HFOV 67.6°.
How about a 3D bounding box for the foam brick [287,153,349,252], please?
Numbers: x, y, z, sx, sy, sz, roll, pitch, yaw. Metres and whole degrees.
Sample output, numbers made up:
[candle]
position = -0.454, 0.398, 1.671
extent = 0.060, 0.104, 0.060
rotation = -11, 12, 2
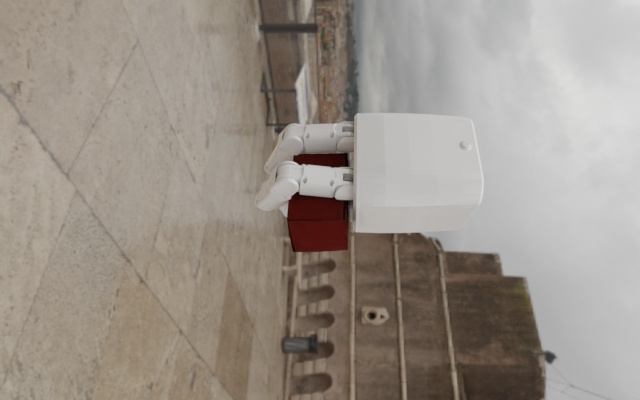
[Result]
[foam brick]
position = 0.000, 0.002, 0.438
extent = 0.051, 0.078, 0.053
rotation = 0, -36, 5
